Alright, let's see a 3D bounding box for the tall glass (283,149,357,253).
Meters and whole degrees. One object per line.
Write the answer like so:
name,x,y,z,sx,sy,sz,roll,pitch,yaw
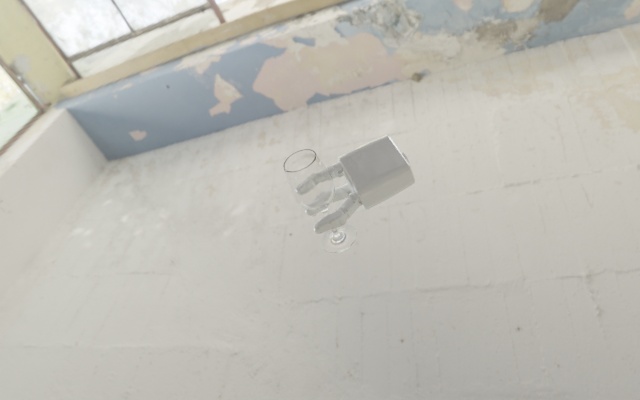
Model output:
tall glass,0.000,0.003,0.874,0.079,0.201,0.079,-17,38,14
